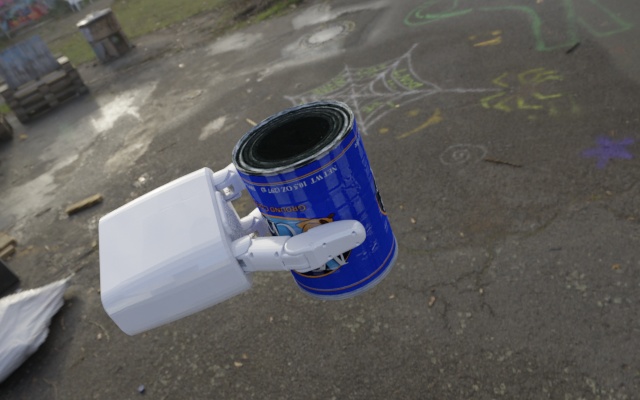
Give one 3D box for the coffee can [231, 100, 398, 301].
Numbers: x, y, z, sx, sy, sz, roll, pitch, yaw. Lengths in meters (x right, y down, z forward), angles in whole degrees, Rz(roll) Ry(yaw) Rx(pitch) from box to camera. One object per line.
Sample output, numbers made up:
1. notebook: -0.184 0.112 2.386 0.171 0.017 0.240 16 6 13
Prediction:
1. coffee can: 0.000 0.001 0.411 0.103 0.140 0.102 -16 34 11
